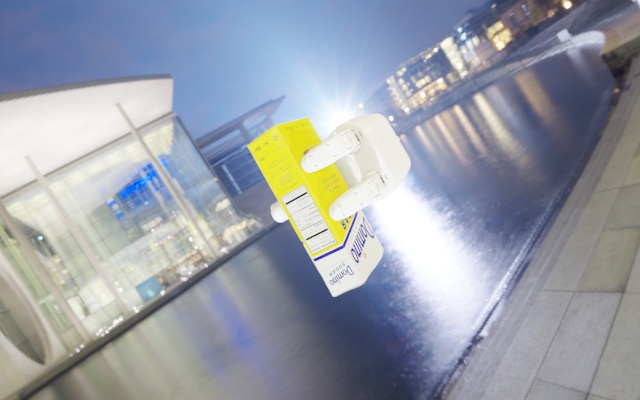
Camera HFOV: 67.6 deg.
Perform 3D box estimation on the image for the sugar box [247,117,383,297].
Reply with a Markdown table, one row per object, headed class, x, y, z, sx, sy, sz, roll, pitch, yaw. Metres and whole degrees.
| class | x | y | z | sx | sy | sz | roll | pitch | yaw |
| --- | --- | --- | --- | --- | --- | --- | --- | --- | --- |
| sugar box | 0.001 | 0.001 | 0.503 | 0.048 | 0.176 | 0.093 | -31 | 3 | 25 |
